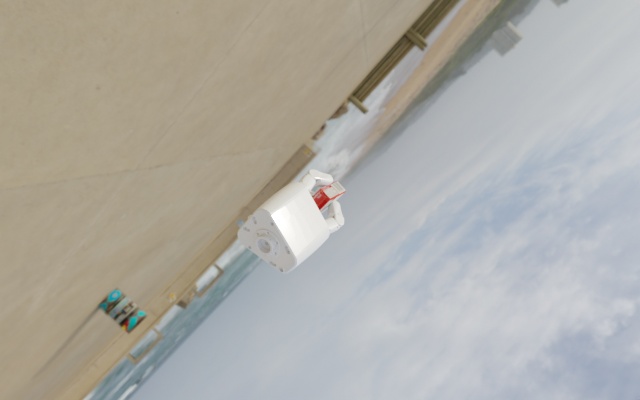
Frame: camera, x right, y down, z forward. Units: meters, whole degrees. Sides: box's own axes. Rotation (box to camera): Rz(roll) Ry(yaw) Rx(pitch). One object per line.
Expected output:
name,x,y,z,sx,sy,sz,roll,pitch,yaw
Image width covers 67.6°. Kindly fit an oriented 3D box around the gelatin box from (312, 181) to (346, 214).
gelatin box,0.001,0.003,0.880,0.073,0.030,0.089,-44,-7,25
